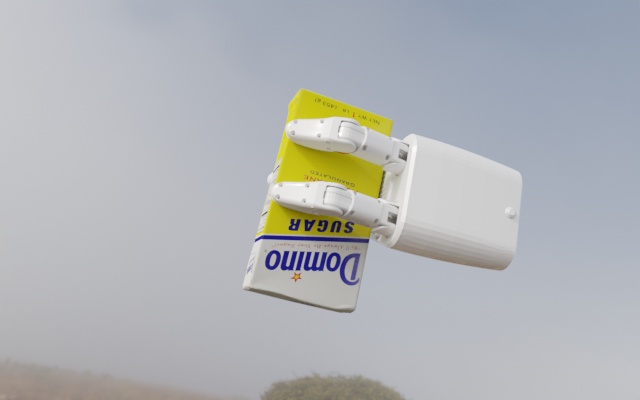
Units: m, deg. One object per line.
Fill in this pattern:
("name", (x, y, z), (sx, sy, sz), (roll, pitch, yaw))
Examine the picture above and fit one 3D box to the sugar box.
("sugar box", (0.000, 0.001, 0.415), (0.093, 0.176, 0.048), (16, -17, -13))
